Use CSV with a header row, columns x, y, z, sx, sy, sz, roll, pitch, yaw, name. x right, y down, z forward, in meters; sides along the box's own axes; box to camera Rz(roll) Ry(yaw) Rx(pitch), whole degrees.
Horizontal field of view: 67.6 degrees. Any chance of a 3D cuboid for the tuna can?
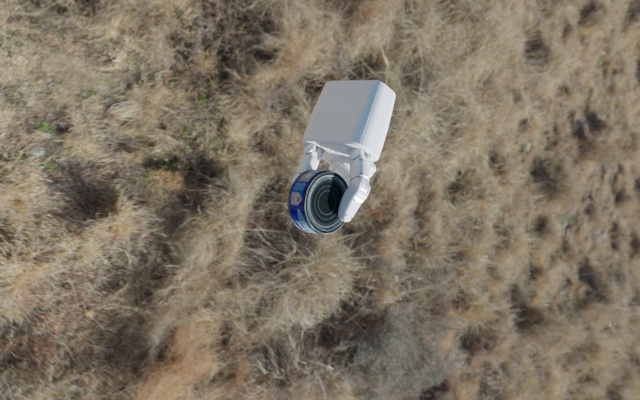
x,y,z,sx,sy,sz,roll,pitch,yaw,name
0.000,0.002,0.634,0.086,0.086,0.034,0,4,-42,tuna can
